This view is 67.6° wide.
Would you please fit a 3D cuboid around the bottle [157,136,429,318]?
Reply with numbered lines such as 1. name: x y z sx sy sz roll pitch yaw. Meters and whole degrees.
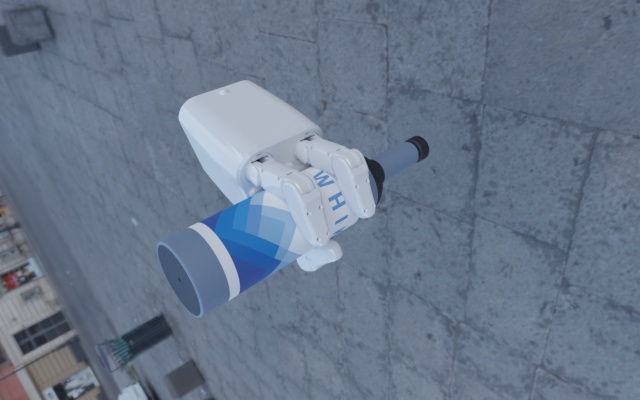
1. bottle: 0.000 0.002 0.444 0.295 0.069 0.069 -29 16 -32
